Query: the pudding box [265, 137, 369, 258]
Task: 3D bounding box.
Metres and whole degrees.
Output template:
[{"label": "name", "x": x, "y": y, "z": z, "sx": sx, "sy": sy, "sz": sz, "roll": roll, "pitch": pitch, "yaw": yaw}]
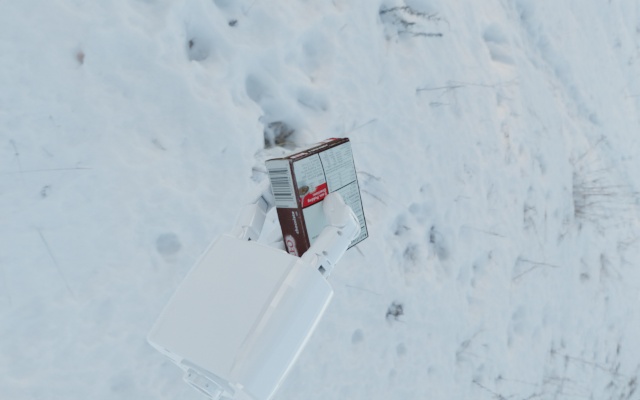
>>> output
[{"label": "pudding box", "x": 0.000, "y": 0.002, "z": 0.477, "sx": 0.039, "sy": 0.113, "sz": 0.090, "roll": 4, "pitch": 21, "yaw": 42}]
